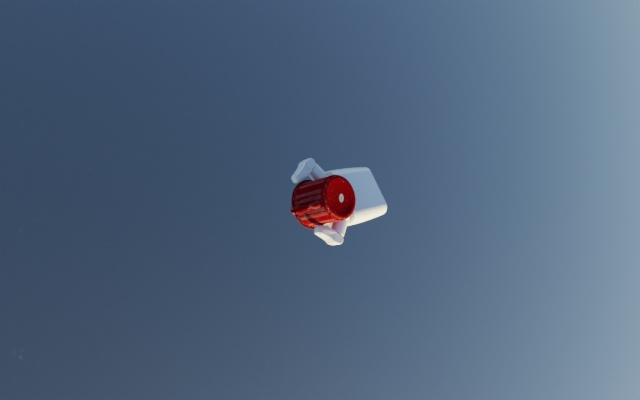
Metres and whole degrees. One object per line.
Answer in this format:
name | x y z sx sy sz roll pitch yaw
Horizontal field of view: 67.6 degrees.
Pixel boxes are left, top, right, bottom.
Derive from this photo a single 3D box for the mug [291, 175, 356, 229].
mug | -0.001 0.003 0.846 0.117 0.093 0.081 -15 0 -43
